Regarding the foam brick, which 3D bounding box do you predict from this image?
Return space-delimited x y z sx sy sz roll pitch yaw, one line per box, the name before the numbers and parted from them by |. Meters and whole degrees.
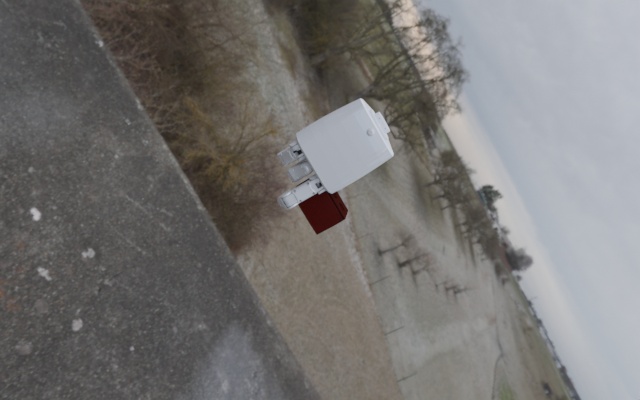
foam brick | 0.000 0.003 0.723 0.051 0.078 0.053 -29 8 13
